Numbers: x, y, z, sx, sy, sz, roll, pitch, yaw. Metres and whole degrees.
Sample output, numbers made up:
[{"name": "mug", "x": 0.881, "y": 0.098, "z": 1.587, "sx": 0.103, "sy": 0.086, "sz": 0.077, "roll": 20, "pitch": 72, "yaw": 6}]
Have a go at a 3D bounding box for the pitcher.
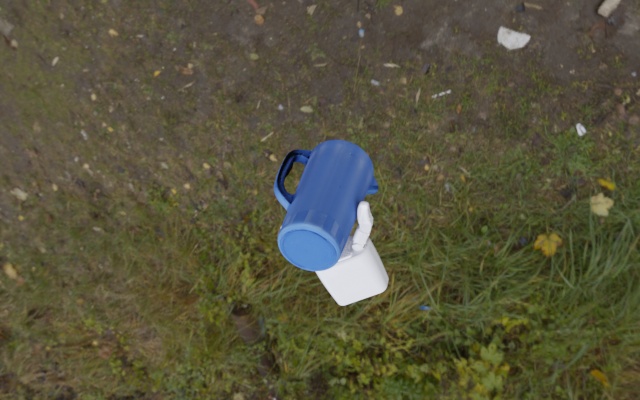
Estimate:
[{"name": "pitcher", "x": 0.000, "y": 0.003, "z": 0.859, "sx": 0.149, "sy": 0.145, "sz": 0.242, "roll": -11, "pitch": 33, "yaw": 27}]
